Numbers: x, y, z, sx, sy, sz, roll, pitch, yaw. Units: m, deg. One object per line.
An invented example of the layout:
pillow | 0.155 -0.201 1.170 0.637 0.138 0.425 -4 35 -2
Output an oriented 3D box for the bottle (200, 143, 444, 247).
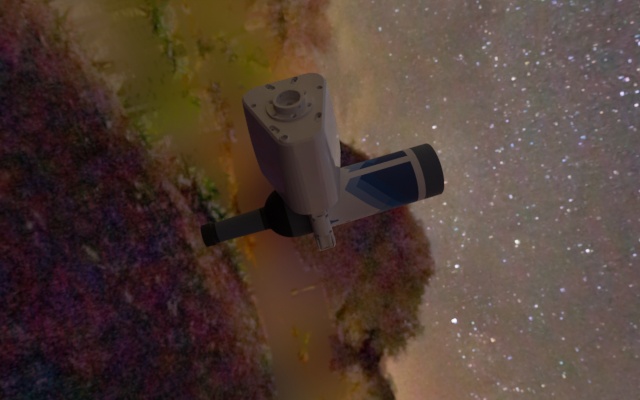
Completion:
bottle | 0.000 0.002 0.586 0.296 0.069 0.069 -16 1 -4
